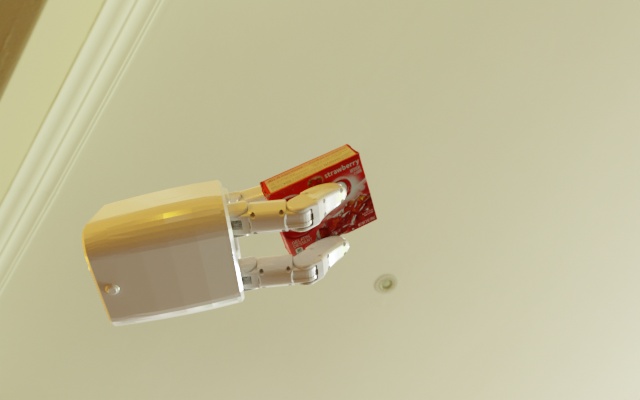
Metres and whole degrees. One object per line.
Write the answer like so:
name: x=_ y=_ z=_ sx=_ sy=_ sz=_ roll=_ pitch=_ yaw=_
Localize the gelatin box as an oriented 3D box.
gelatin box: x=0.000 y=0.001 z=0.428 sx=0.089 sy=0.073 sz=0.030 roll=-25 pitch=33 yaw=-9
